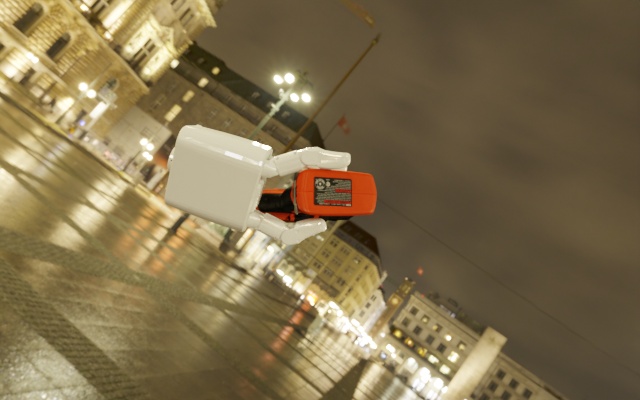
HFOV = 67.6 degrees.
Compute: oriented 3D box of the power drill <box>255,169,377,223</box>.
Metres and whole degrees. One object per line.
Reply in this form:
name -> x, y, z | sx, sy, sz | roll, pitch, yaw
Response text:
power drill -> 0.000, 0.002, 0.664 | 0.184, 0.057, 0.188 | 0, -8, -24
